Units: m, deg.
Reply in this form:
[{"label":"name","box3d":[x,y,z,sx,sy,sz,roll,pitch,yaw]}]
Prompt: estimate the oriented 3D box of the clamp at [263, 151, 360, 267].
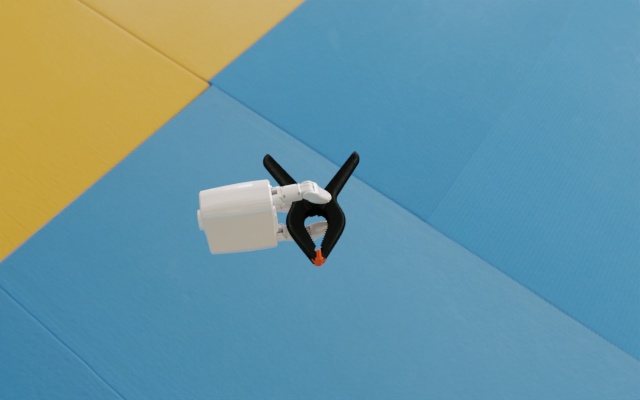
[{"label":"clamp","box3d":[0.000,0.003,0.775,0.164,0.209,0.036,-9,-29,-6]}]
